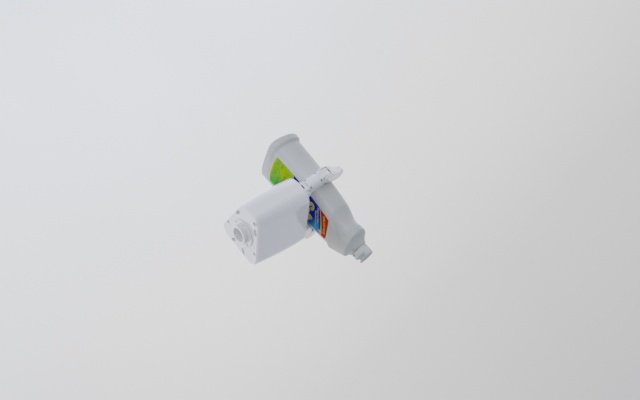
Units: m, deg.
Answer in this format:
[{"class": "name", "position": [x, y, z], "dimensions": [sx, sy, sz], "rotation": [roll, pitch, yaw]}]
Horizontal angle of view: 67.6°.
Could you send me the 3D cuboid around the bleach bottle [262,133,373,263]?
[{"class": "bleach bottle", "position": [0.000, 0.003, 0.837], "dimensions": [0.068, 0.250, 0.103], "rotation": [-29, -22, -37]}]
